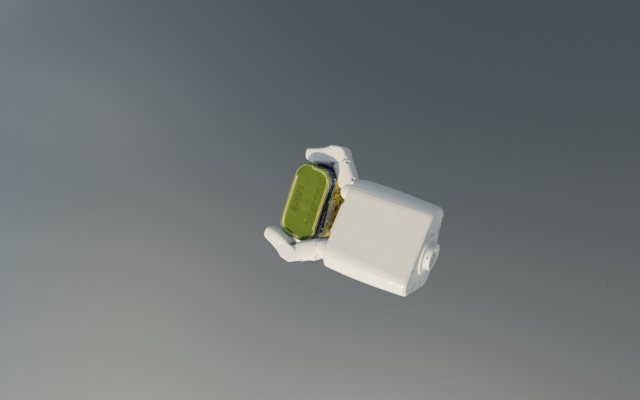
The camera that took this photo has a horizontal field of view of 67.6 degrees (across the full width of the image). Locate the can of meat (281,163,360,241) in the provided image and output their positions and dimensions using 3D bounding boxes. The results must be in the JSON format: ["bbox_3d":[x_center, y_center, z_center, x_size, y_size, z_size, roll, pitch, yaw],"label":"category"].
[{"bbox_3d":[0.000,0.002,0.629,0.057,0.102,0.084,23,12,26],"label":"can of meat"}]
